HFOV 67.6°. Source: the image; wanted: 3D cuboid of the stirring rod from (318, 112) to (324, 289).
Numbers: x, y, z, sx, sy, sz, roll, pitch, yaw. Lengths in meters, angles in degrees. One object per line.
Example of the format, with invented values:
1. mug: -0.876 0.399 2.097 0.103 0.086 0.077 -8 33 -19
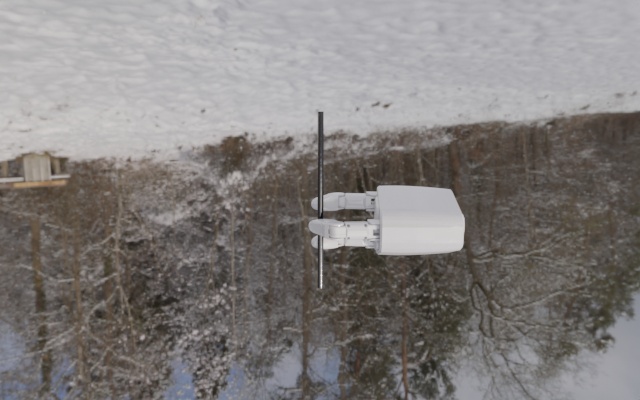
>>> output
1. stirring rod: 0.000 0.002 0.646 0.011 0.239 0.011 0 9 0
